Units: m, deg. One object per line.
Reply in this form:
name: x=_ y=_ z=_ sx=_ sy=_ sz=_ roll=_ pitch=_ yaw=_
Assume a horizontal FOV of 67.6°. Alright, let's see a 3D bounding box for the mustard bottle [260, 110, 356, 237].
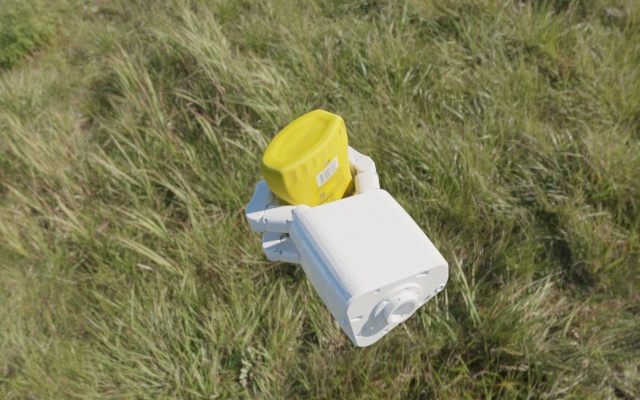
mustard bottle: x=0.000 y=0.001 z=0.528 sx=0.058 sy=0.096 sz=0.192 roll=25 pitch=-31 yaw=32
